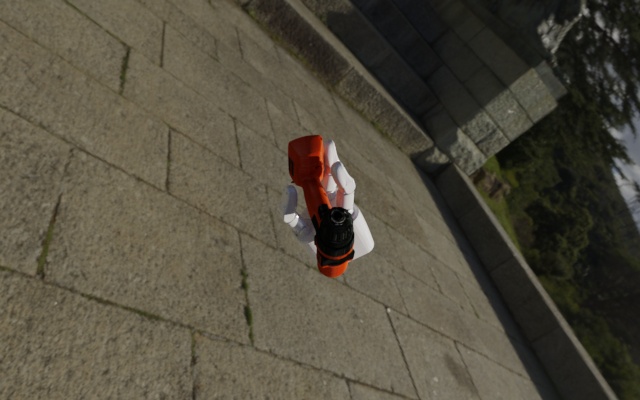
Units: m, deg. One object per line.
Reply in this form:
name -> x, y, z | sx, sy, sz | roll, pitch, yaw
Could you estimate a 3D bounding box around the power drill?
power drill -> 0.000, 0.002, 0.685 | 0.057, 0.187, 0.184 | -12, -26, -9
